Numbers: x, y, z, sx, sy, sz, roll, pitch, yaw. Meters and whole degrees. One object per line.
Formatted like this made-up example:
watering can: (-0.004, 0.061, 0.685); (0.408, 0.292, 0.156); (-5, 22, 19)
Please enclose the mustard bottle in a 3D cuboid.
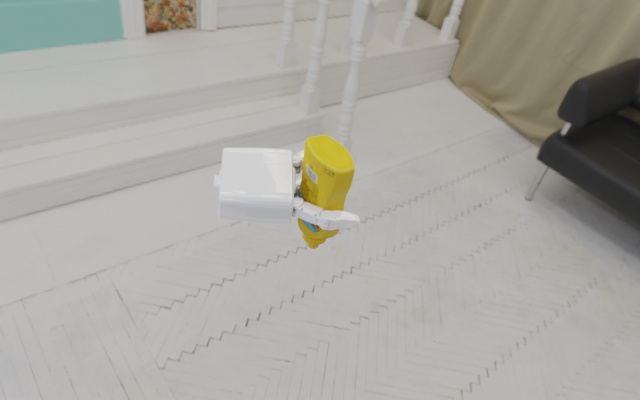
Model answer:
mustard bottle: (0.000, 0.002, 0.740); (0.058, 0.192, 0.096); (-14, 45, -28)
